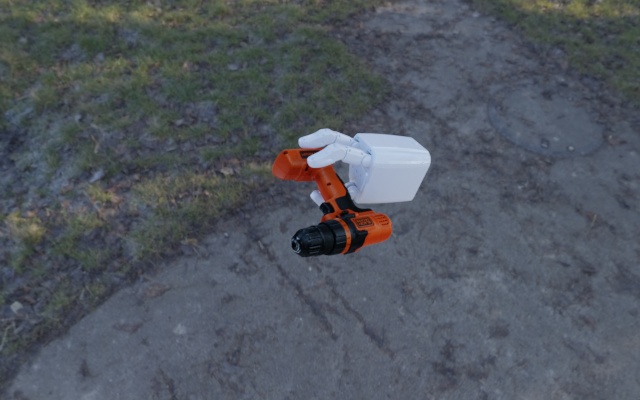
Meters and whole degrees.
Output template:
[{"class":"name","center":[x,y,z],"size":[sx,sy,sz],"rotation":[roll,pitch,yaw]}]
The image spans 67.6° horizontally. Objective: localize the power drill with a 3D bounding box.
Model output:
[{"class":"power drill","center":[0.000,0.002,0.734],"size":[0.184,0.187,0.057],"rotation":[-6,-37,-41]}]
